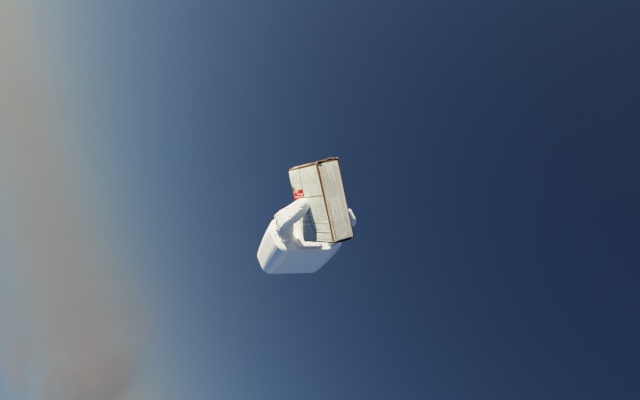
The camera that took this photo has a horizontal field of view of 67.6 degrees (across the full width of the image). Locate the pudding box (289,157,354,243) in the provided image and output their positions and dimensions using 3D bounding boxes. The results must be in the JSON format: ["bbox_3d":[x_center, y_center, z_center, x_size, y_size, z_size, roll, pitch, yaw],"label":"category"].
[{"bbox_3d":[0.000,0.002,0.666,0.039,0.113,0.090,-16,5,-29],"label":"pudding box"}]
